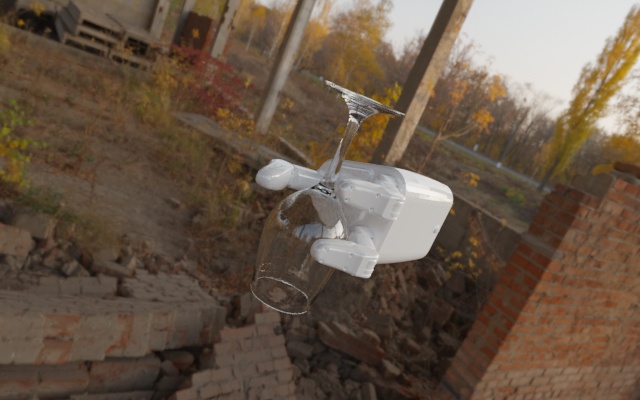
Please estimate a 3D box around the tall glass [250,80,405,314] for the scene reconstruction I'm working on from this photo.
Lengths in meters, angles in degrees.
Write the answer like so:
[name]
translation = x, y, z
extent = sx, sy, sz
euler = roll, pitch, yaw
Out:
[tall glass]
translation = 0.000, 0.001, 0.430
extent = 0.079, 0.201, 0.079
euler = 22, 14, -6
